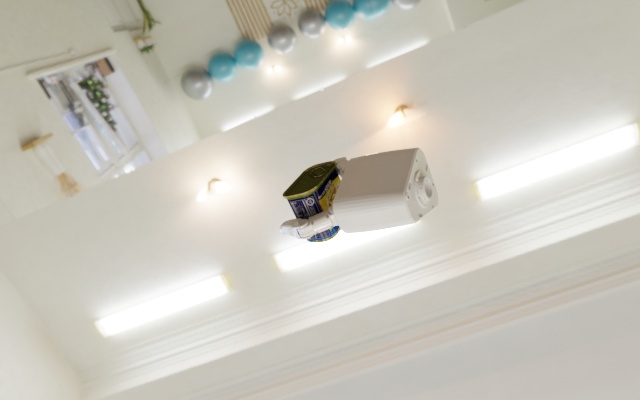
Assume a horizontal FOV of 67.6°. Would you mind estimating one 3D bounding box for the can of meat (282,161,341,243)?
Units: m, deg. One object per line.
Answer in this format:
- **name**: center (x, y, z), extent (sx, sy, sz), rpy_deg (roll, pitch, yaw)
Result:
- **can of meat**: center (0.000, 0.003, 0.707), extent (0.057, 0.084, 0.102), rpy_deg (-11, 25, 32)
